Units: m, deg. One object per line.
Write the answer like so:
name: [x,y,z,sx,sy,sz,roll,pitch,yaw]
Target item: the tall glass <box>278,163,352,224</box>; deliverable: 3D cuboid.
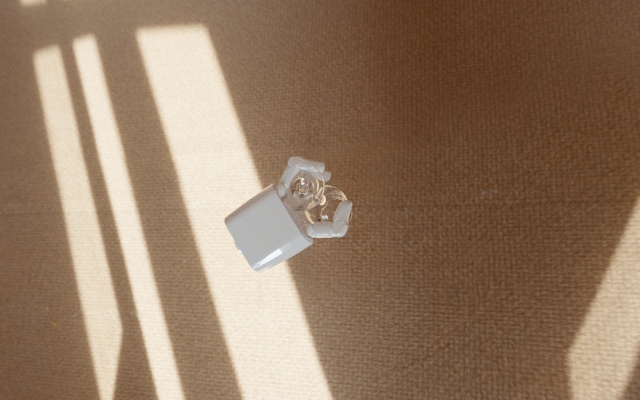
tall glass: [0.000,0.002,0.799,0.079,0.079,0.201,0,-13,18]
